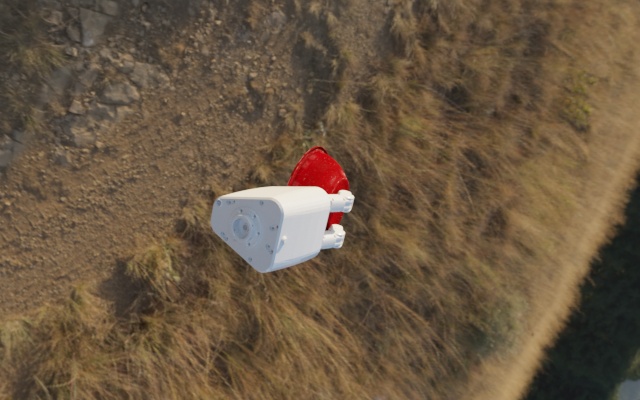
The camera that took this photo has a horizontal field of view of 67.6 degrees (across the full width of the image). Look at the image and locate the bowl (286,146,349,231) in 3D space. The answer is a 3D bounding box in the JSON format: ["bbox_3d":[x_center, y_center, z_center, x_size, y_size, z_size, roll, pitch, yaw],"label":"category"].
[{"bbox_3d":[0.001,0.002,0.726,0.055,0.162,0.162,18,6,20],"label":"bowl"}]
